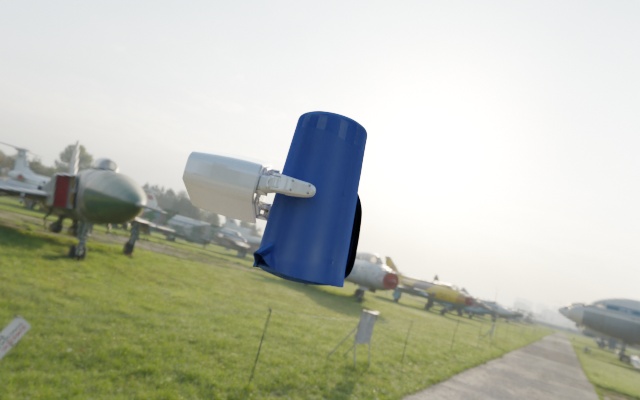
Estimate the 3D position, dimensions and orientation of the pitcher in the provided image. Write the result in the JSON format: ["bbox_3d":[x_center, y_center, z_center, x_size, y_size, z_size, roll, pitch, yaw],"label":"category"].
[{"bbox_3d":[0.000,0.002,0.706,0.145,0.243,0.149,13,-8,2],"label":"pitcher"}]
